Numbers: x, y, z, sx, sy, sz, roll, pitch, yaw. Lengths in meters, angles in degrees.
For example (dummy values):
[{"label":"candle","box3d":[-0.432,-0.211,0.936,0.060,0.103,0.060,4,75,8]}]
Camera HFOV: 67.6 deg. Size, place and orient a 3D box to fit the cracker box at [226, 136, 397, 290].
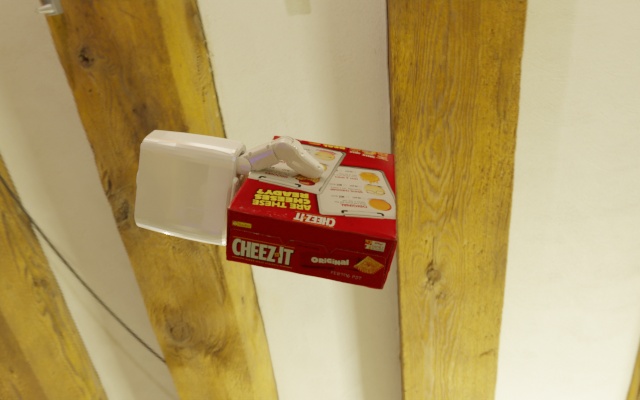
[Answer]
[{"label":"cracker box","box3d":[0.000,0.002,0.551,0.164,0.072,0.213,10,28,3]}]
